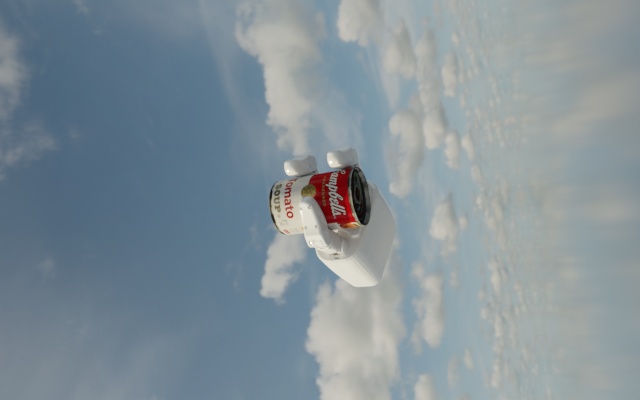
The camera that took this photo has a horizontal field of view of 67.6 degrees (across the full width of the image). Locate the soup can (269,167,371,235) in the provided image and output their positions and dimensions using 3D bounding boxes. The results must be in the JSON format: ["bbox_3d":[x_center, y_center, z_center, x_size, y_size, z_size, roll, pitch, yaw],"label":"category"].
[{"bbox_3d":[0.000,0.002,0.558,0.102,0.068,0.068,-8,-3,23],"label":"soup can"}]
